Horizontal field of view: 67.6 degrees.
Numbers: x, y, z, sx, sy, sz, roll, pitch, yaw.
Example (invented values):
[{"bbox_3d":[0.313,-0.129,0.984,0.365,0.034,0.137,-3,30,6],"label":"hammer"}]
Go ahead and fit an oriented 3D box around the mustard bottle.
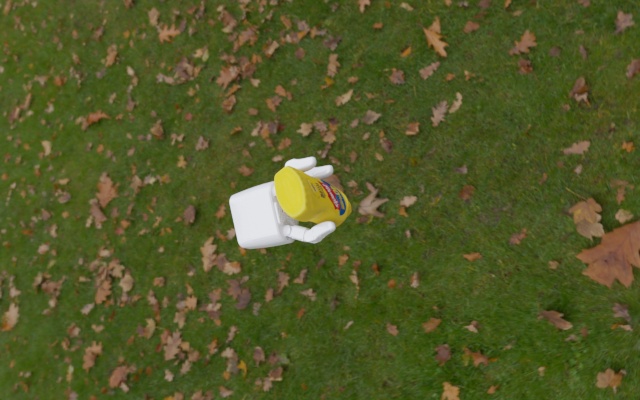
[{"bbox_3d":[0.000,0.003,0.870,0.058,0.096,0.192,-38,-30,21],"label":"mustard bottle"}]
